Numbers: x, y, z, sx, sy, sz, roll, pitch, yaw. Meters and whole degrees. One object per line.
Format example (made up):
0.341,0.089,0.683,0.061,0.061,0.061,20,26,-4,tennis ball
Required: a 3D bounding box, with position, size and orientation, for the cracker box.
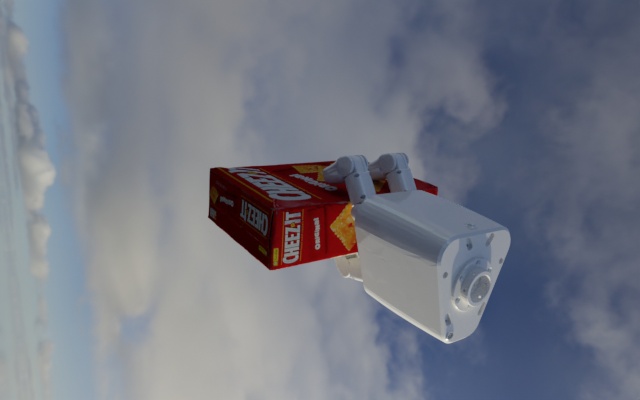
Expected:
0.000,0.002,0.553,0.213,0.072,0.164,-6,19,-33,cracker box
